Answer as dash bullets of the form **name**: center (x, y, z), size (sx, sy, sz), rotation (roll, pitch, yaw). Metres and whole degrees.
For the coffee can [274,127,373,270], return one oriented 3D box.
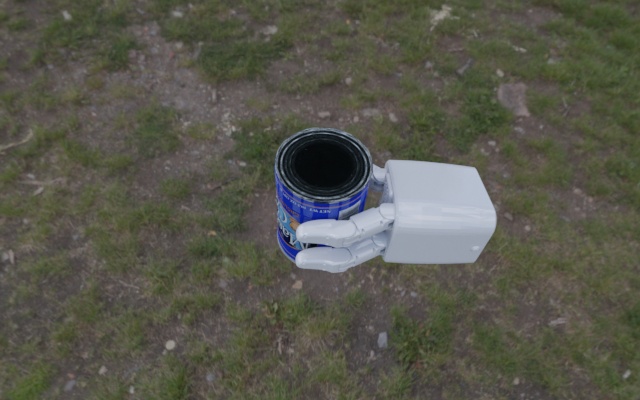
- **coffee can**: center (0.000, 0.002, 0.549), size (0.103, 0.102, 0.140), rotation (0, -36, -4)
